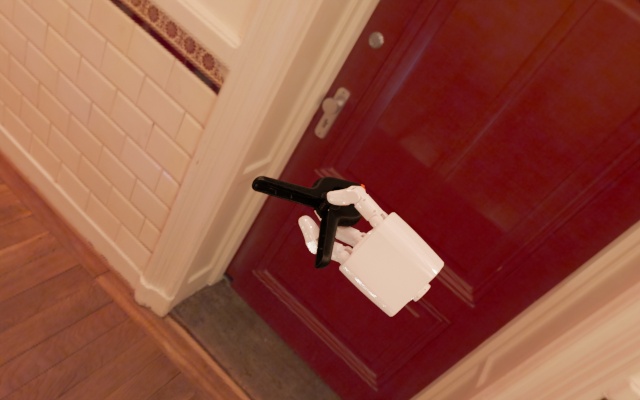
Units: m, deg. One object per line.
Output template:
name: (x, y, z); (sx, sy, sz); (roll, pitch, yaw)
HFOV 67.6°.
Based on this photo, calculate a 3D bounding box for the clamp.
clamp: (0.001, 0.002, 0.745); (0.036, 0.164, 0.210); (-49, -10, 36)
